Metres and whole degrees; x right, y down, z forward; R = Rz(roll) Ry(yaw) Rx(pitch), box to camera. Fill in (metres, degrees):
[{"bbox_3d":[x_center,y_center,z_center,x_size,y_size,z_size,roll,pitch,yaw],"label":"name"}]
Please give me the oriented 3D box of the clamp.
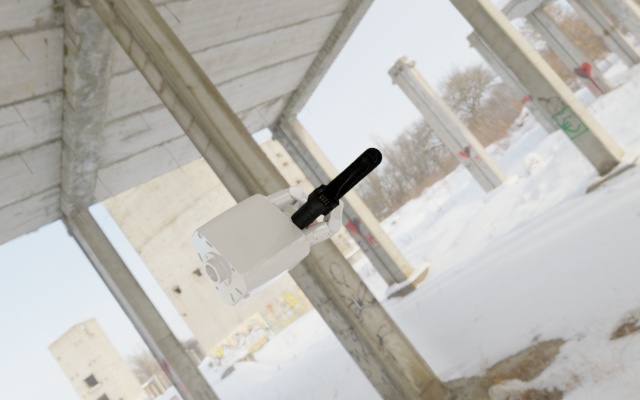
[{"bbox_3d":[0.000,0.002,0.608,0.120,0.039,0.171,-31,-9,-38],"label":"clamp"}]
